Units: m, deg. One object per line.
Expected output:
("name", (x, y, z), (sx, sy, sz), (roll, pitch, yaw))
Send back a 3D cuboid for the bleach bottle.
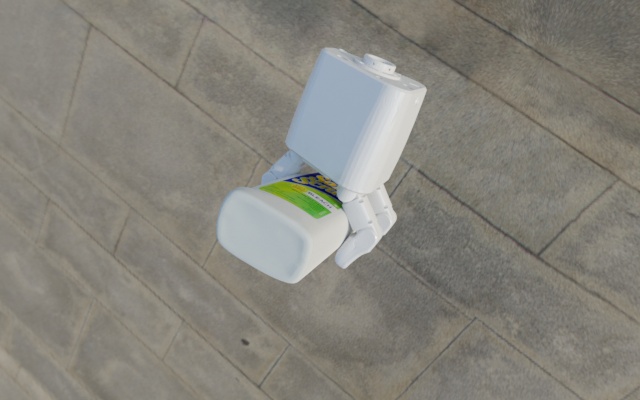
("bleach bottle", (0.000, 0.002, 0.531), (0.102, 0.068, 0.250), (28, 25, 15))
